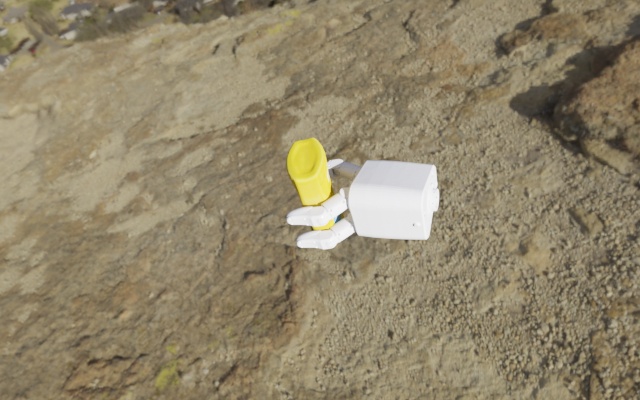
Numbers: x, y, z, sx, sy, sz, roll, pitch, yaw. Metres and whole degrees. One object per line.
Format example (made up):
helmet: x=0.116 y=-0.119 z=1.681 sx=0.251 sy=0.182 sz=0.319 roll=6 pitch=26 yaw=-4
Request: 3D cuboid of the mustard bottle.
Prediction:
mustard bottle: x=0.000 y=0.002 z=0.746 sx=0.058 sy=0.096 sz=0.192 roll=-13 pitch=-45 yaw=6
